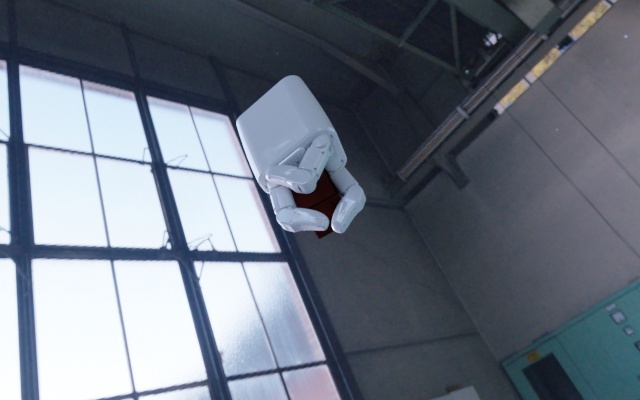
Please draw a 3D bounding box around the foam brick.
[{"bbox_3d":[0.000,0.002,0.598,0.053,0.051,0.078,-29,-32,1],"label":"foam brick"}]
